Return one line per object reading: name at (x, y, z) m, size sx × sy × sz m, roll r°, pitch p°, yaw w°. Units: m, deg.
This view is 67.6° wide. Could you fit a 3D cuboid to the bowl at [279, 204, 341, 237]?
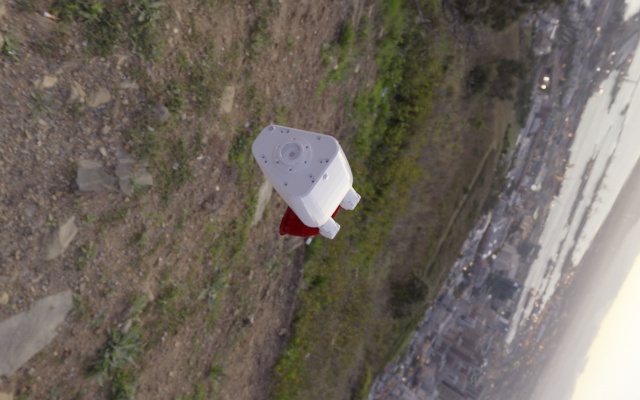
bowl at (0.001, 0.003, 0.778) m, size 0.055 × 0.162 × 0.162 m, roll 33°, pitch 5°, yaw 8°
